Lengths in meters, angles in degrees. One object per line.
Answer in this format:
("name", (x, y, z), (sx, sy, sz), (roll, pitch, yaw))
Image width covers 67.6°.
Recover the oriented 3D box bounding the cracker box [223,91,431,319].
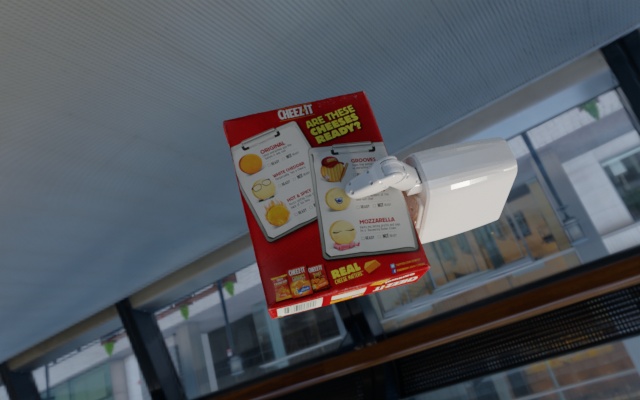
("cracker box", (0.000, 0.002, 0.515), (0.164, 0.213, 0.072), (-14, -22, -9))
